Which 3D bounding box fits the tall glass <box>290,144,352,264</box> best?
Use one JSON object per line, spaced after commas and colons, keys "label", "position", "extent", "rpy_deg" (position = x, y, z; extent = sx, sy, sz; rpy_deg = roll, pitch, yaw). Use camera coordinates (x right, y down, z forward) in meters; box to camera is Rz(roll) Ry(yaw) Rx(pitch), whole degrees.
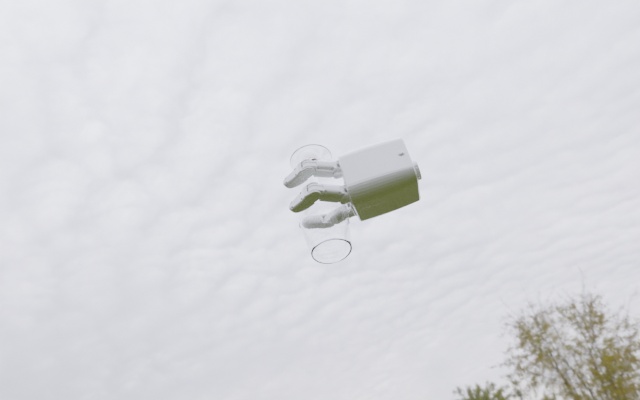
{"label": "tall glass", "position": [0.000, 0.002, 0.771], "extent": [0.079, 0.200, 0.079], "rpy_deg": [-7, -41, -6]}
